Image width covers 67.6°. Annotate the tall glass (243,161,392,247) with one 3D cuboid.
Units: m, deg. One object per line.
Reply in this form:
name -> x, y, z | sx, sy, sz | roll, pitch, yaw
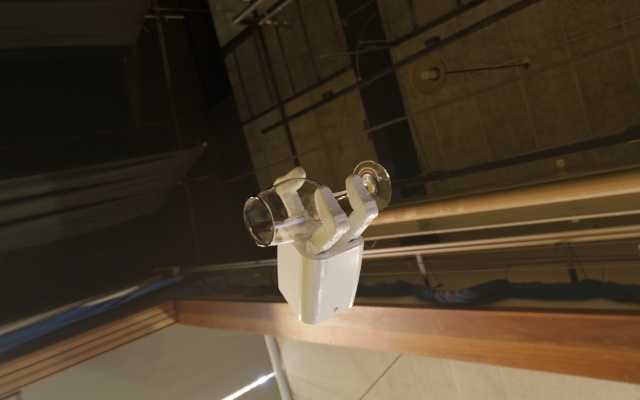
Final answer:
tall glass -> 0.001, 0.002, 0.621 | 0.201, 0.079, 0.079 | -17, 11, -40
